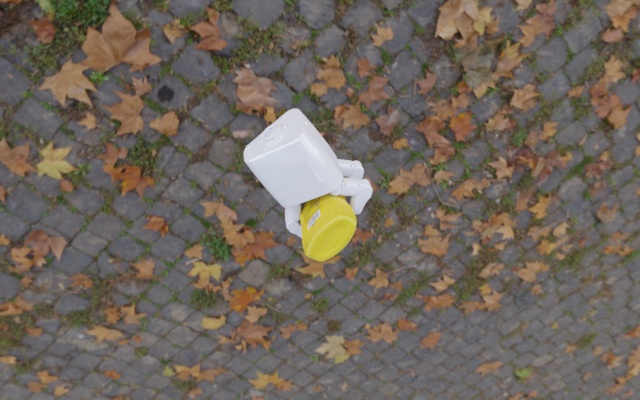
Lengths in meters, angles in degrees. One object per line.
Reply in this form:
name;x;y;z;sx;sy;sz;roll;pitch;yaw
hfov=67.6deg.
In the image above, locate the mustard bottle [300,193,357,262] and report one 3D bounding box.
mustard bottle;0.000;0.003;0.779;0.058;0.096;0.191;24;29;-27
